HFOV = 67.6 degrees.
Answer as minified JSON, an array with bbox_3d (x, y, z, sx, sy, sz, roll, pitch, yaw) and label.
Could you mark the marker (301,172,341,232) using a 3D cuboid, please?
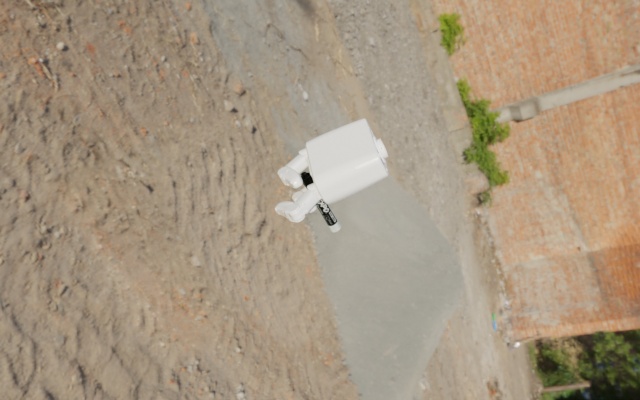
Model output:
[{"bbox_3d":[0.000,0.003,0.765,0.020,0.121,0.020,-22,32,15],"label":"marker"}]
